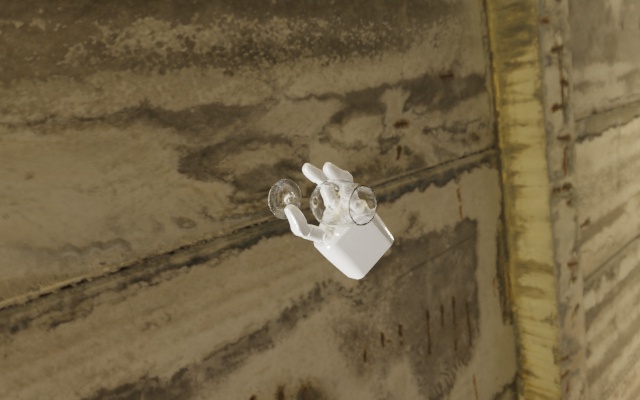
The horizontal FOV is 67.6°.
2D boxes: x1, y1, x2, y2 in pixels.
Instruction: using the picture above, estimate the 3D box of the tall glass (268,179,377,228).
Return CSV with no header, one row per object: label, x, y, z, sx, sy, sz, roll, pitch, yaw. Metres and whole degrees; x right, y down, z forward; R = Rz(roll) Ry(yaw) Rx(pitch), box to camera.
tall glass,0.000,0.003,0.796,0.079,0.079,0.201,0,3,-40
